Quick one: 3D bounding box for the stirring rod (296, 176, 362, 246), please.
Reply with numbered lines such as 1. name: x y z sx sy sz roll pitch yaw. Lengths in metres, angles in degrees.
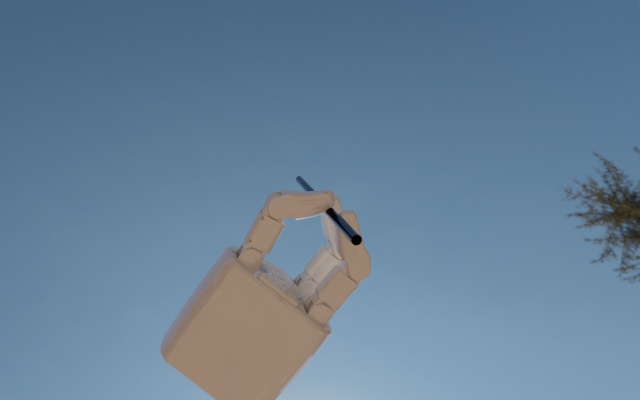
1. stirring rod: 0.000 0.002 0.451 0.011 0.011 0.239 0 13 -13
